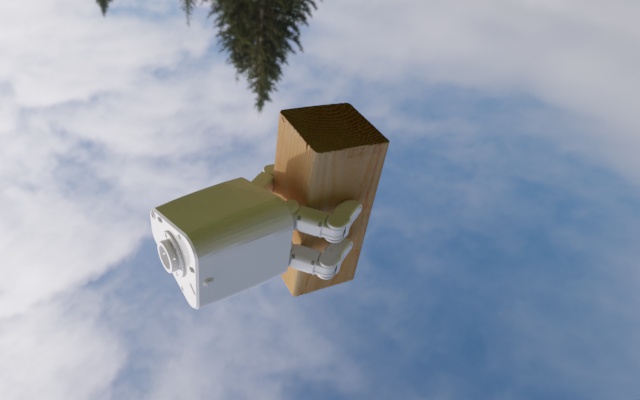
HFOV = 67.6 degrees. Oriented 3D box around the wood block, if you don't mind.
[{"bbox_3d":[0.000,0.002,0.558,0.090,0.206,0.090,-12,43,-26],"label":"wood block"}]
